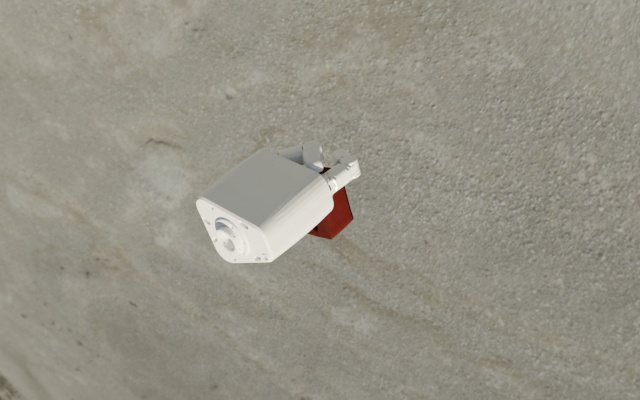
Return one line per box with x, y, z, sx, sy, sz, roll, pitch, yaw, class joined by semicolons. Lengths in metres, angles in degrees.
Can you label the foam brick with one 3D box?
0.000;0.002;0.607;0.053;0.078;0.051;10;39;39;foam brick
